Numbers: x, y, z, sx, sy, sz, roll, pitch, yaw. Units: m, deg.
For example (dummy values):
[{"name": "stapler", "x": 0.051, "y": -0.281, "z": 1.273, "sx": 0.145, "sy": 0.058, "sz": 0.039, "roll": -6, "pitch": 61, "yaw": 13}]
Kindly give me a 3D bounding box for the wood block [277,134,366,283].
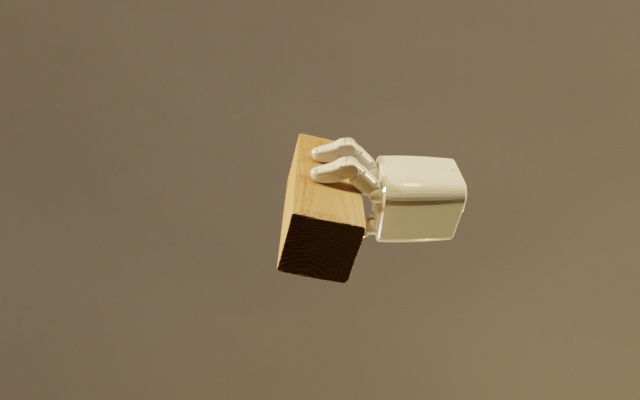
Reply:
[{"name": "wood block", "x": 0.000, "y": 0.002, "z": 0.642, "sx": 0.090, "sy": 0.091, "sz": 0.206, "roll": 11, "pitch": 32, "yaw": -7}]
